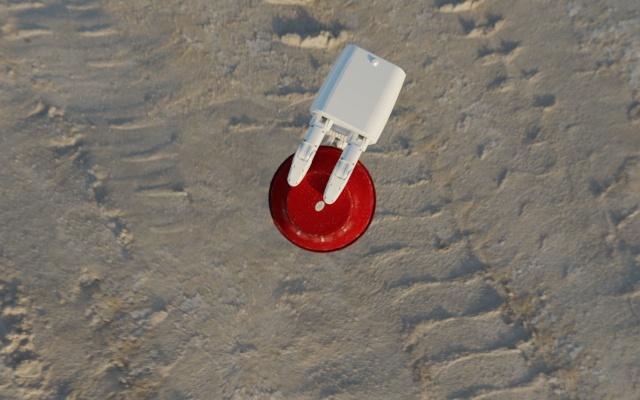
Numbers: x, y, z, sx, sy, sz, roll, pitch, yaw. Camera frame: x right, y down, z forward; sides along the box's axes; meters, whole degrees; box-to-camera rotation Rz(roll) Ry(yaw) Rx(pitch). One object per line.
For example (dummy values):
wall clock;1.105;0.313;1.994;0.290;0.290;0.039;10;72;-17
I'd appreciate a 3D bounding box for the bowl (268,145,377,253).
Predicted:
bowl;0.000;0.004;0.684;0.162;0.162;0.055;0;7;5
